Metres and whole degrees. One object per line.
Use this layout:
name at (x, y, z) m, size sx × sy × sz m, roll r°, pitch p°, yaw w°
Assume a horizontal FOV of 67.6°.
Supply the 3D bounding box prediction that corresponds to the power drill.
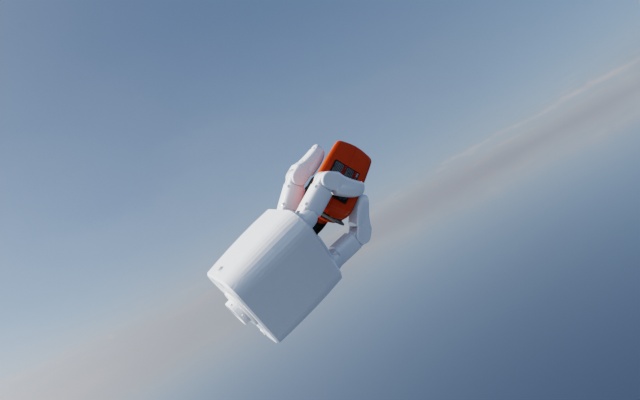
power drill at (0.000, 0.002, 0.647) m, size 0.057 × 0.184 × 0.188 m, roll 28°, pitch -34°, yaw -6°
